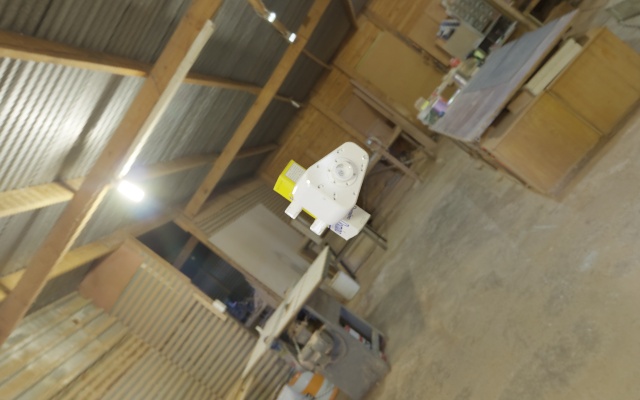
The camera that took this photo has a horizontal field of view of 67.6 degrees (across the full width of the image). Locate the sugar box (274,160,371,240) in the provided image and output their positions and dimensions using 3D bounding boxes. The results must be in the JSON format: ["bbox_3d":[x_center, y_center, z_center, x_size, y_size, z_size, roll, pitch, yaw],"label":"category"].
[{"bbox_3d":[0.000,0.003,0.893,0.176,0.048,0.093,37,-19,-1],"label":"sugar box"}]
